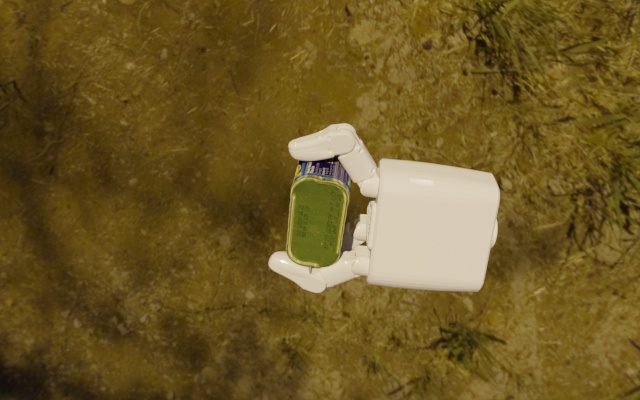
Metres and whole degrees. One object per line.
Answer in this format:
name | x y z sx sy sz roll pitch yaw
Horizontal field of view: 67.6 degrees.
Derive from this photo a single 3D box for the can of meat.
can of meat | 0.000 0.002 0.458 0.057 0.102 0.084 7 32 1
